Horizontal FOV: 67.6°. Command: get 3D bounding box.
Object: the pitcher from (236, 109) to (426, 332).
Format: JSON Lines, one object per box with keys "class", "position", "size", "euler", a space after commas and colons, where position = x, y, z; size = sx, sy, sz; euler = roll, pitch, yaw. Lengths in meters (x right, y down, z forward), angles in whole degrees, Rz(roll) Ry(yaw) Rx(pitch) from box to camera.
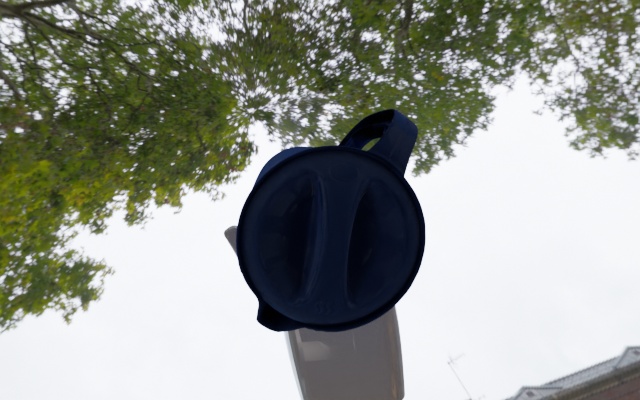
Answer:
{"class": "pitcher", "position": [0.000, 0.002, 0.439], "size": [0.149, 0.145, 0.243], "euler": [-13, 11, -6]}
